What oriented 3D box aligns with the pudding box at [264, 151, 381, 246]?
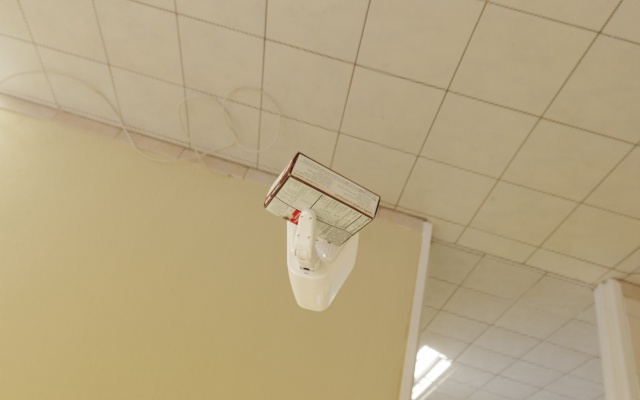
[{"bbox_3d":[0.000,0.002,0.562,0.113,0.039,0.090,26,-35,-13],"label":"pudding box"}]
